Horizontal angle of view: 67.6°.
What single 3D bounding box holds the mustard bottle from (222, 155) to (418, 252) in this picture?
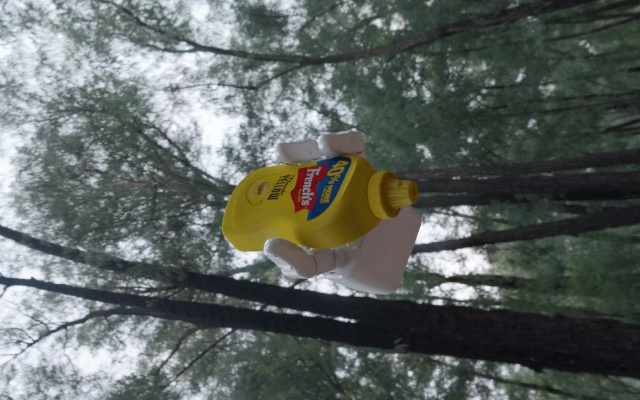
[{"bbox_3d":[0.000,0.001,0.448,0.191,0.096,0.058,-5,-47,35],"label":"mustard bottle"}]
